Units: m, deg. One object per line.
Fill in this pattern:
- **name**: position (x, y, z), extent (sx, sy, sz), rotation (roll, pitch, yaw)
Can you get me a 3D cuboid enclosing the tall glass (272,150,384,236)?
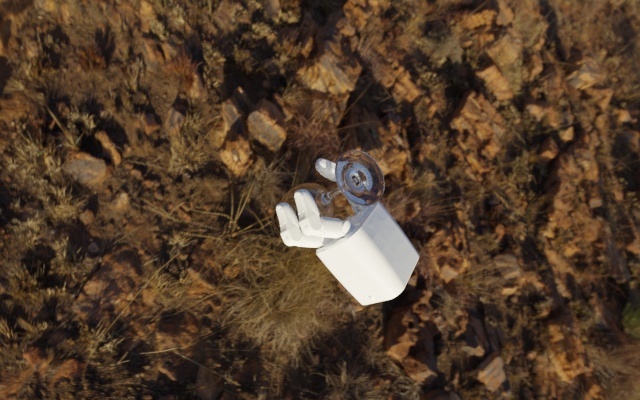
- **tall glass**: position (0.000, 0.002, 0.672), extent (0.079, 0.079, 0.201), rotation (0, -18, -32)
